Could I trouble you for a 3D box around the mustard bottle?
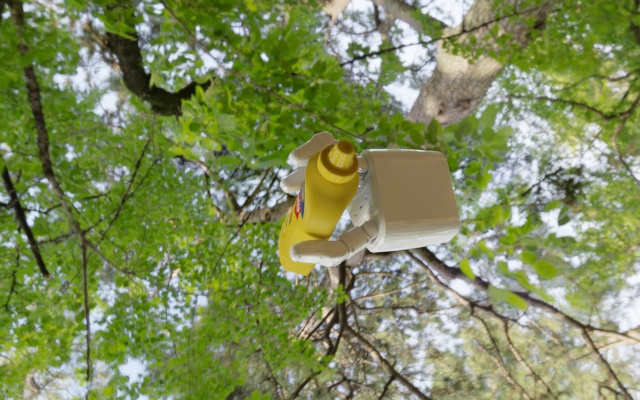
[{"bbox_3d":[0.000,0.002,0.532,0.058,0.096,0.192,17,-37,-6],"label":"mustard bottle"}]
